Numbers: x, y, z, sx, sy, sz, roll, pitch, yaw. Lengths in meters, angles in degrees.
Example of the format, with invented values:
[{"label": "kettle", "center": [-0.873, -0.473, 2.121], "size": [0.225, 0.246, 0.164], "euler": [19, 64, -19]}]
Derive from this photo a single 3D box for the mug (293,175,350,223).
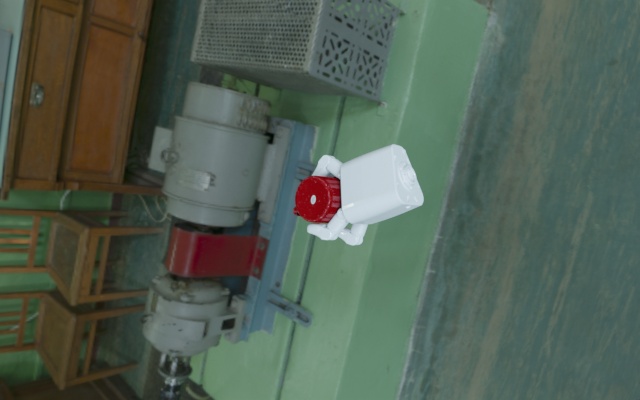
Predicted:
[{"label": "mug", "center": [-0.001, 0.003, 0.853], "size": [0.117, 0.093, 0.081], "euler": [-22, -16, 35]}]
